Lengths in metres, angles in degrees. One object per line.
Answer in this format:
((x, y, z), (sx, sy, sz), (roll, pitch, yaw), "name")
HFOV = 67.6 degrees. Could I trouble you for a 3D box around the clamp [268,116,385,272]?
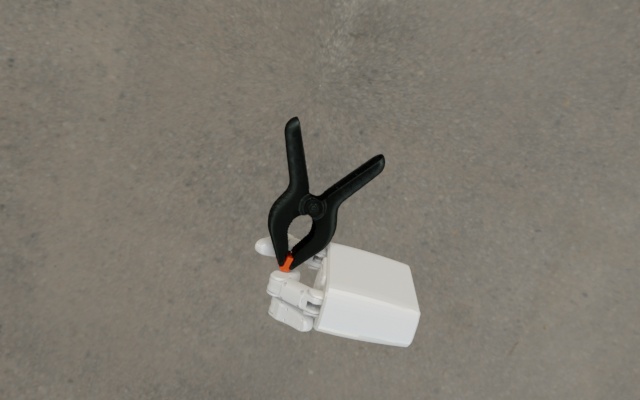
((0.000, 0.002, 0.540), (0.120, 0.171, 0.039), (14, 13, -8), "clamp")
